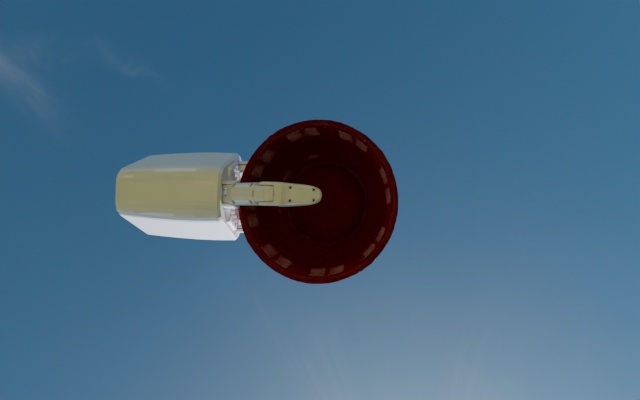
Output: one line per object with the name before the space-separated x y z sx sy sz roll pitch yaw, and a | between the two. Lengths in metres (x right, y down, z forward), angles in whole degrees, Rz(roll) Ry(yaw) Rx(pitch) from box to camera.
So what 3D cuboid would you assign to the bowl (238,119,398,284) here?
bowl | 0.001 0.002 0.492 0.162 0.162 0.055 0 -2 12
